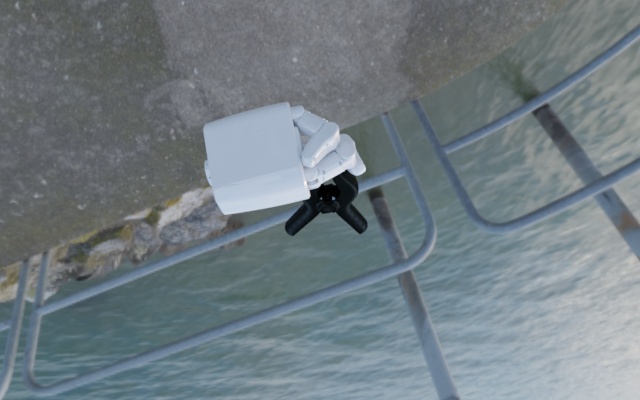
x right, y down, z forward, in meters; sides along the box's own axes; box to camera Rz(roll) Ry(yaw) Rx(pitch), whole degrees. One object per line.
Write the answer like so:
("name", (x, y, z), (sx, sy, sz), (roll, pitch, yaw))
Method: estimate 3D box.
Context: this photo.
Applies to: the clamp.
("clamp", (0.000, 0.003, 0.647), (0.120, 0.039, 0.172), (-11, -37, 2))
